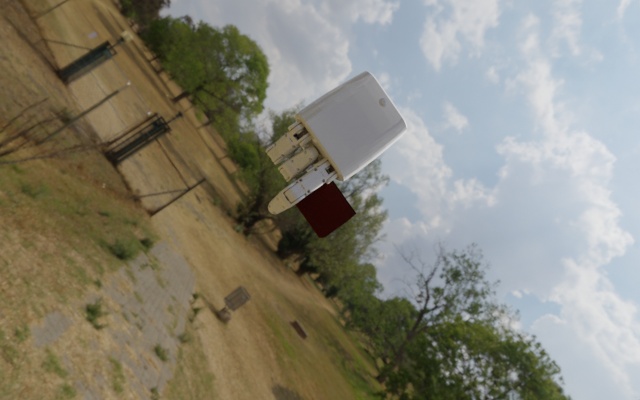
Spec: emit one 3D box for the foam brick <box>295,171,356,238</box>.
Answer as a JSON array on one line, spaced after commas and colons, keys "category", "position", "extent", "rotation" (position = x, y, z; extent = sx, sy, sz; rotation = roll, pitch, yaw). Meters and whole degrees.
[{"category": "foam brick", "position": [0.000, 0.002, 0.605], "extent": [0.051, 0.078, 0.053], "rotation": [-36, 2, -9]}]
